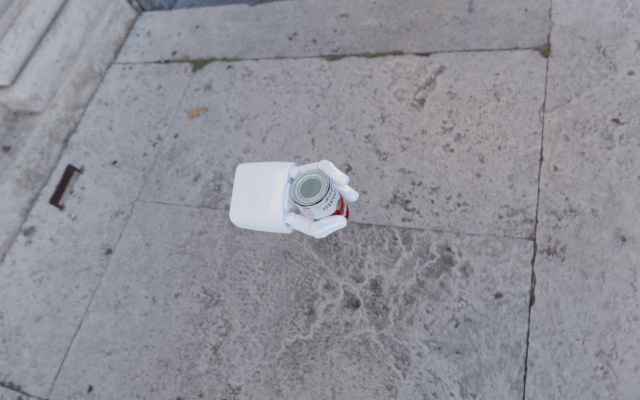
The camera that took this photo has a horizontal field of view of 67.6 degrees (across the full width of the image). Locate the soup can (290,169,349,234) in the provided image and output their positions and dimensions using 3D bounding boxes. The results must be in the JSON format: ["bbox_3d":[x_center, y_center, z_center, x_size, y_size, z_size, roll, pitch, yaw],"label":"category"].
[{"bbox_3d":[0.000,0.003,0.776,0.068,0.068,0.102,0,-28,23],"label":"soup can"}]
